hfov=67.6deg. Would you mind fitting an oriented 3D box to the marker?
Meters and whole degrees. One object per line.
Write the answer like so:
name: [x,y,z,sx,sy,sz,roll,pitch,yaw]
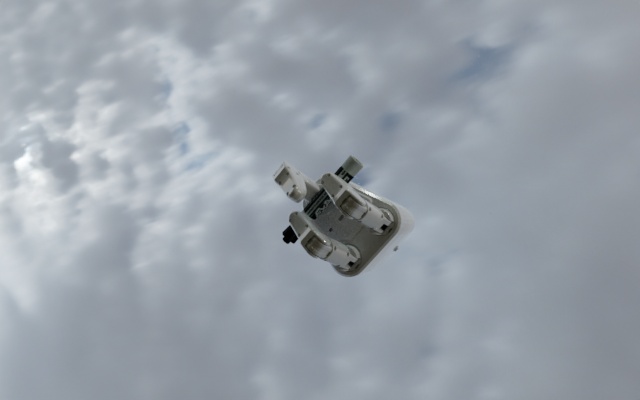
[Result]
marker: [0.000,0.002,0.519,0.020,0.121,0.020,39,13,-11]
